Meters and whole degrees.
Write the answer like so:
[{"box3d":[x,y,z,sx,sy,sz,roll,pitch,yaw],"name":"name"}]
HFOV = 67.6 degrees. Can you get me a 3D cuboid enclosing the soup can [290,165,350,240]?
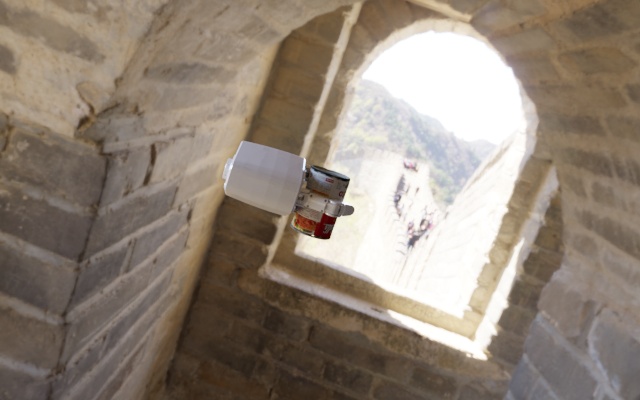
[{"box3d":[0.001,0.002,0.755,0.068,0.102,0.068,19,10,-3],"name":"soup can"}]
